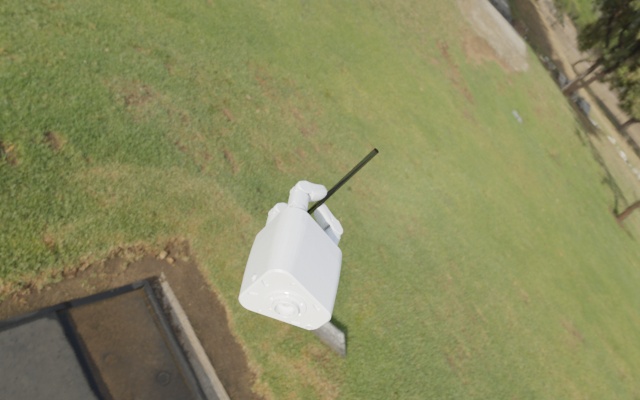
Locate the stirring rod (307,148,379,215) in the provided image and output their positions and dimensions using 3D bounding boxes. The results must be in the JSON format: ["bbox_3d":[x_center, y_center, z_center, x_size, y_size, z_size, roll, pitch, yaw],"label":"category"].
[{"bbox_3d":[0.000,0.002,0.688,0.011,0.011,0.240,0,-34,-47],"label":"stirring rod"}]
